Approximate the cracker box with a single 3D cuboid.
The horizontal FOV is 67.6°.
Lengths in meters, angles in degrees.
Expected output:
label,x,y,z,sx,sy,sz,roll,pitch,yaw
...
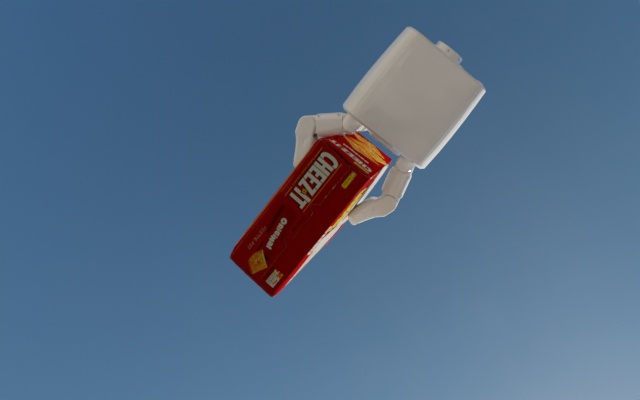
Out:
label,x,y,z,sx,sy,sz,roll,pitch,yaw
cracker box,0.000,0.002,0.568,0.072,0.164,0.213,40,16,6
